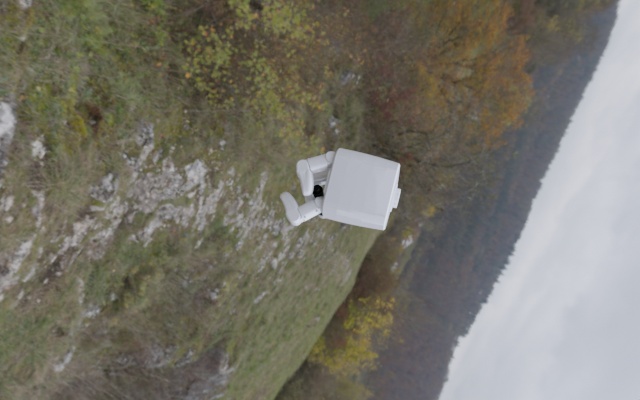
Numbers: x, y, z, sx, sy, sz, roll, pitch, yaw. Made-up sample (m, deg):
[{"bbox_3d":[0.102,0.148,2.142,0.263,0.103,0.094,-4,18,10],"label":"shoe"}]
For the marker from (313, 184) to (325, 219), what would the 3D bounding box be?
[{"bbox_3d":[0.000,0.003,0.824,0.020,0.020,0.121,0,-22,6],"label":"marker"}]
